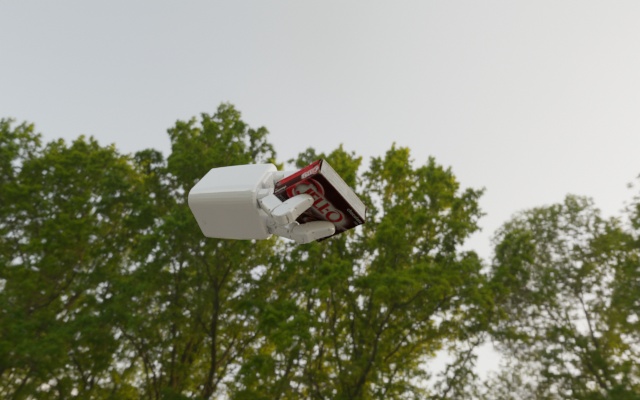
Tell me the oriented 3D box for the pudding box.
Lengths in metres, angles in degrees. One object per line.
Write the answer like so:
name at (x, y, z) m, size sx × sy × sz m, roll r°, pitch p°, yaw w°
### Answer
pudding box at (0.000, 0.002, 0.691) m, size 0.090 × 0.039 × 0.113 m, roll -25°, pitch -54°, yaw 32°
